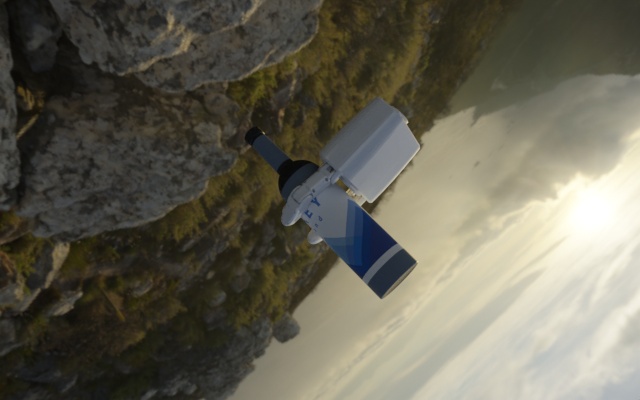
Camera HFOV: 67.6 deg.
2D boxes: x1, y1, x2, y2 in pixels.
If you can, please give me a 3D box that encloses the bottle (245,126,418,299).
[{"bbox_3d":[0.000,0.002,0.642,0.295,0.069,0.069,45,17,18],"label":"bottle"}]
